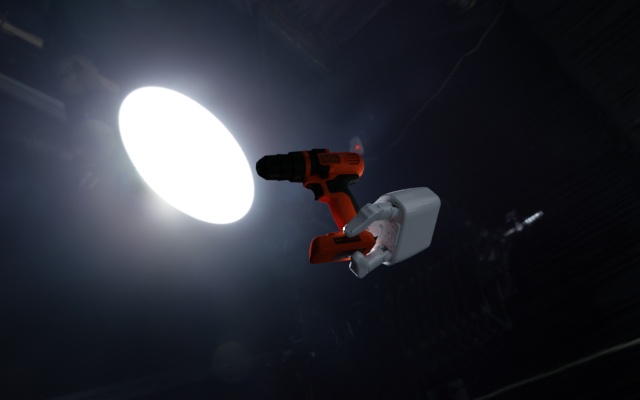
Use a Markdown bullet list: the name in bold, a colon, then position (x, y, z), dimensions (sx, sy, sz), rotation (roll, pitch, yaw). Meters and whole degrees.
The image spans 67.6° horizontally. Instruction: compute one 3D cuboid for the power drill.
- **power drill**: position (0.000, 0.003, 0.754), dimensions (0.184, 0.187, 0.057), rotation (-4, -26, -21)
